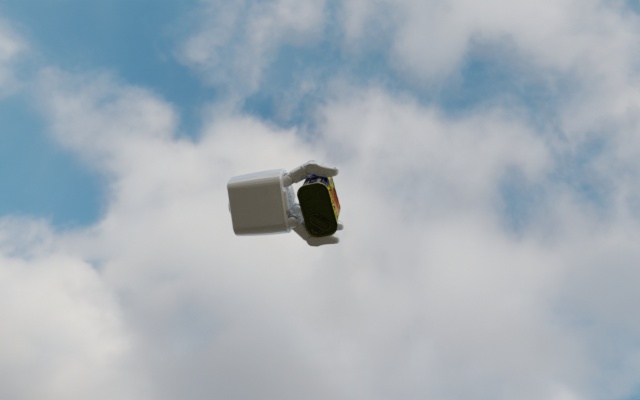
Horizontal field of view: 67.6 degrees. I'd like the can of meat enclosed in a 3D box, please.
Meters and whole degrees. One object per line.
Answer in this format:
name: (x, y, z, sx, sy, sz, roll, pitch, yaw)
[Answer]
can of meat: (0.000, 0.003, 0.868, 0.057, 0.102, 0.084, -11, 20, 12)
